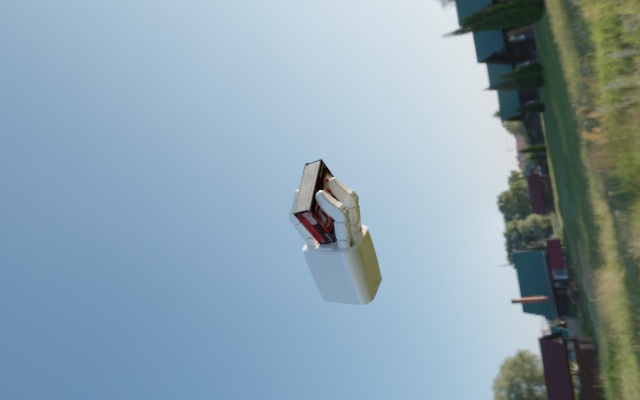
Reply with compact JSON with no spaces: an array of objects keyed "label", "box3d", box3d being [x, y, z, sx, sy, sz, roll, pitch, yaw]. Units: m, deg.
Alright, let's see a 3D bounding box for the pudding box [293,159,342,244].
[{"label":"pudding box","box3d":[0.000,0.003,0.794,0.039,0.113,0.090,-13,-44,26]}]
